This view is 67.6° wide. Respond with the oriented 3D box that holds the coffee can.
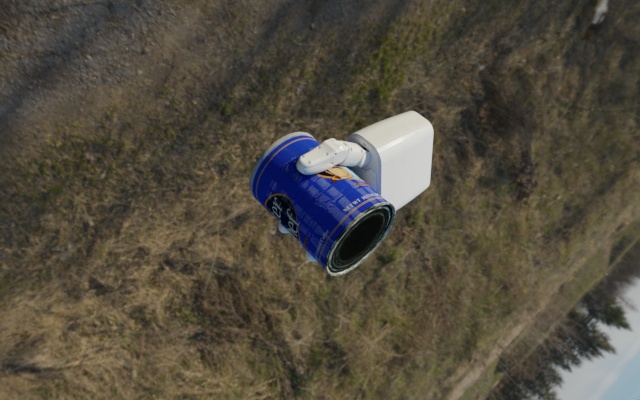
[{"bbox_3d":[0.000,0.002,0.548,0.140,0.103,0.103,43,23,28],"label":"coffee can"}]
